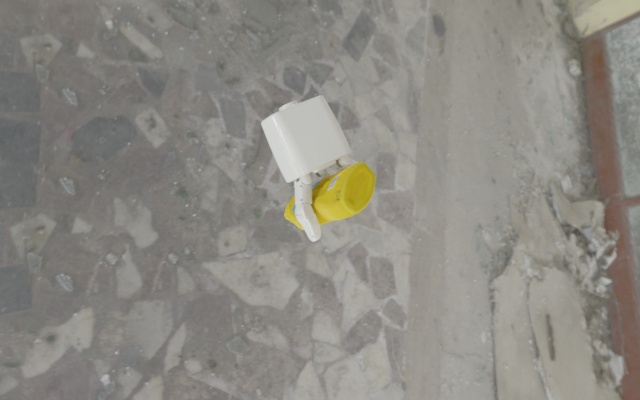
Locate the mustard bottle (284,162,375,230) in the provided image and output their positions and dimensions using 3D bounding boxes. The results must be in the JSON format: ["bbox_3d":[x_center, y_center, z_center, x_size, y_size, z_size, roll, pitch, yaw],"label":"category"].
[{"bbox_3d":[0.000,0.003,0.789,0.058,0.096,0.192,44,-38,-20],"label":"mustard bottle"}]
